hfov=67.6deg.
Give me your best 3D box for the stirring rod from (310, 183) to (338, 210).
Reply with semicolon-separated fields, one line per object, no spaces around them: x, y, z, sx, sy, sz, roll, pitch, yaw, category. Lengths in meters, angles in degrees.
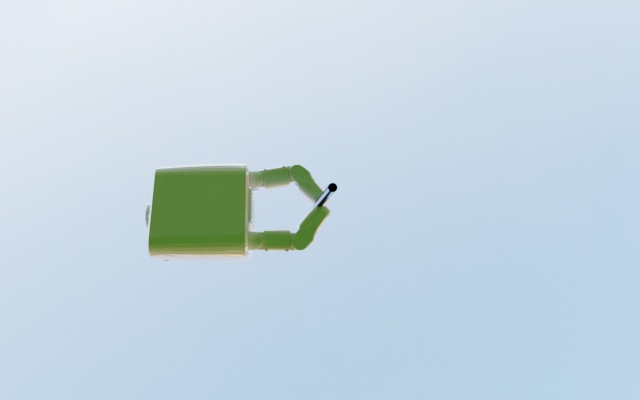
0.000;0.002;0.514;0.011;0.011;0.239;0;-6;-5;stirring rod
